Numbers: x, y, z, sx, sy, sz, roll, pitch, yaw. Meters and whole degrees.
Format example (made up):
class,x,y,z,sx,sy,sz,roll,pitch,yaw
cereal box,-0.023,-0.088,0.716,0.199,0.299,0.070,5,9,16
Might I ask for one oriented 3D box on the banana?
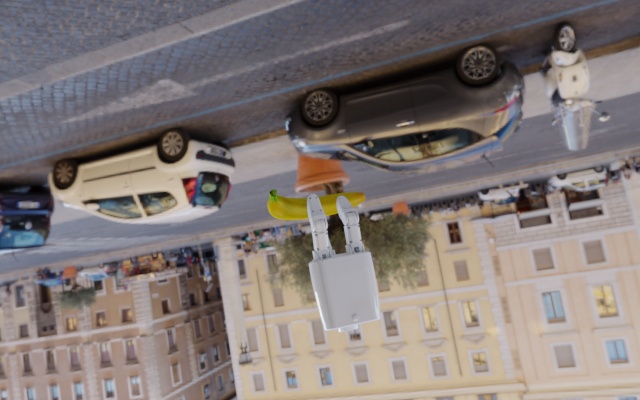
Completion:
class,x,y,z,sx,sy,sz,roll,pitch,yaw
banana,-0.014,0.008,0.786,0.198,0.037,0.070,-1,-16,-40
